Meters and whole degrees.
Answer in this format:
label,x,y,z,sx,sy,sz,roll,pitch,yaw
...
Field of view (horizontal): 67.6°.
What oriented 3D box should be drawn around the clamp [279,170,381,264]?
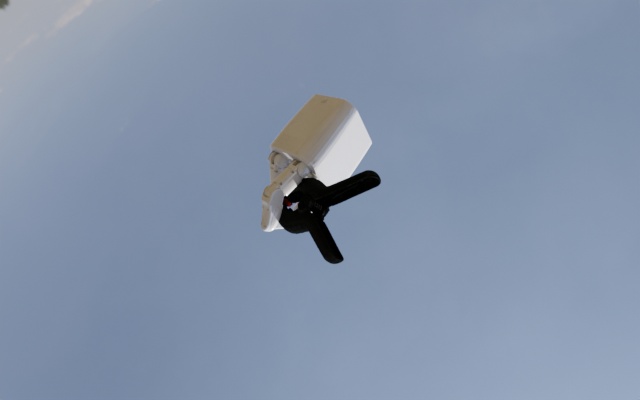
label,x,y,z,sx,sy,sz,roll,pitch,yaw
clamp,0.000,0.002,0.609,0.171,0.120,0.039,25,-16,49
